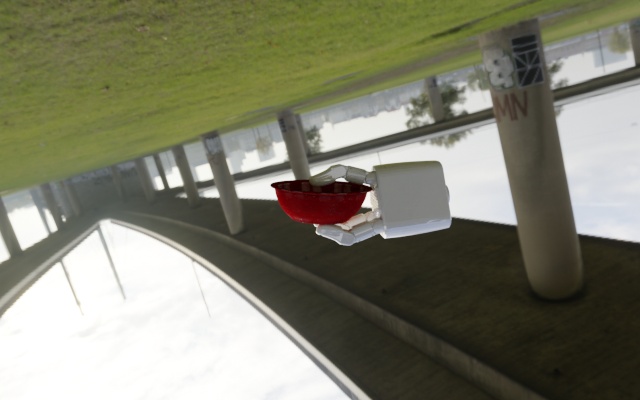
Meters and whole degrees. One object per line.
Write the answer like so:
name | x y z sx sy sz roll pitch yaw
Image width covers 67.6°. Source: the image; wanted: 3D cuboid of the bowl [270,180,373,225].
bowl | -0.001 0.003 0.756 0.162 0.055 0.162 3 9 0
